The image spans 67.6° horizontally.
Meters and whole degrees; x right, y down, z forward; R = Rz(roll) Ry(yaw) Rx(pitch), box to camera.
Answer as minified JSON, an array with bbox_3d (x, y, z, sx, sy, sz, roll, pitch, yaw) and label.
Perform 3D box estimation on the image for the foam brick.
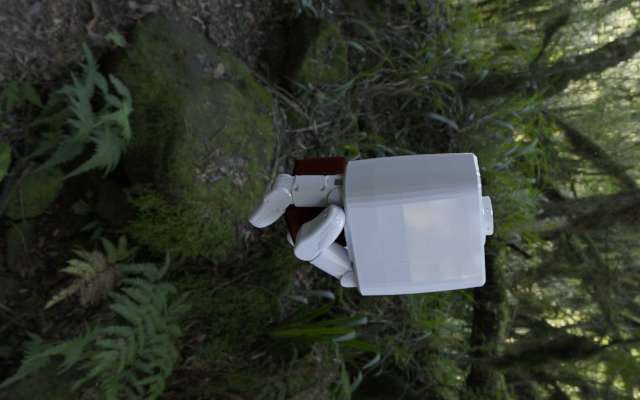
[{"bbox_3d":[0.000,0.001,0.457,0.051,0.053,0.078,-5,39,13],"label":"foam brick"}]
